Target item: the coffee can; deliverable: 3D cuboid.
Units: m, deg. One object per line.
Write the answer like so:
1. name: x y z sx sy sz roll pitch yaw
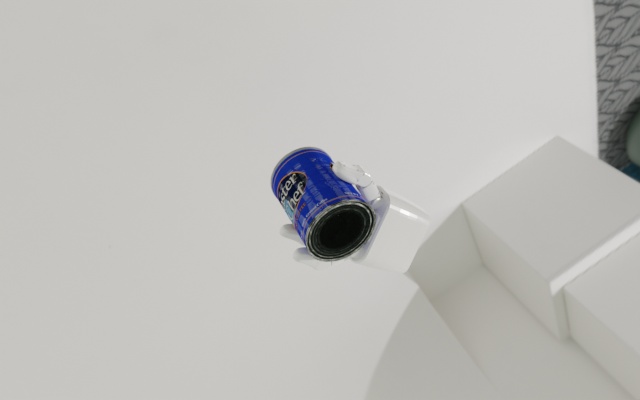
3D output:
1. coffee can: 0.000 0.002 0.672 0.103 0.103 0.140 0 34 -29
